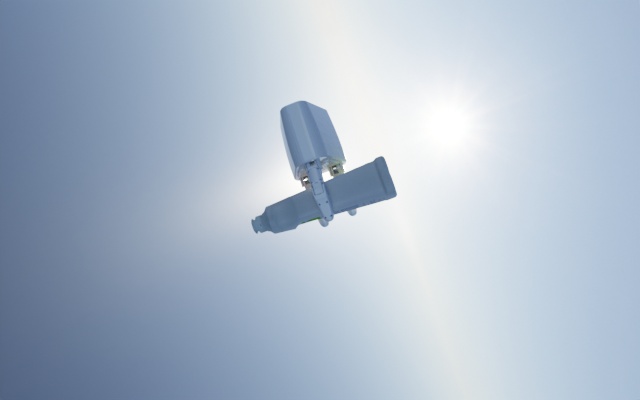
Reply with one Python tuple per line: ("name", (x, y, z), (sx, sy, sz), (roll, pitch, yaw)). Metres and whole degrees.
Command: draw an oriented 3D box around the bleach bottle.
("bleach bottle", (0.000, 0.003, 0.805), (0.251, 0.068, 0.102), (-20, -10, 8))
